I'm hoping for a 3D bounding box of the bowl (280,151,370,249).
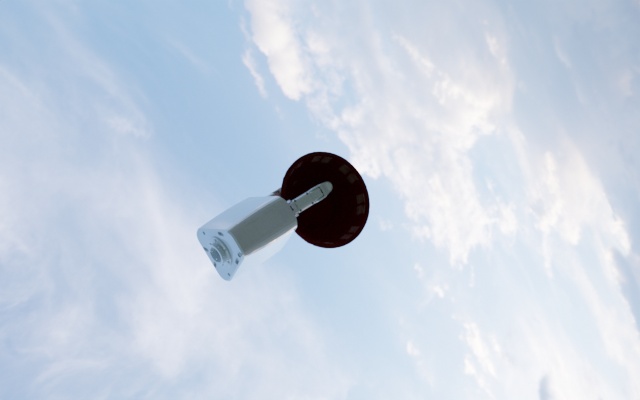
[{"bbox_3d":[0.001,0.002,0.798,0.162,0.162,0.055,0,-11,-26],"label":"bowl"}]
